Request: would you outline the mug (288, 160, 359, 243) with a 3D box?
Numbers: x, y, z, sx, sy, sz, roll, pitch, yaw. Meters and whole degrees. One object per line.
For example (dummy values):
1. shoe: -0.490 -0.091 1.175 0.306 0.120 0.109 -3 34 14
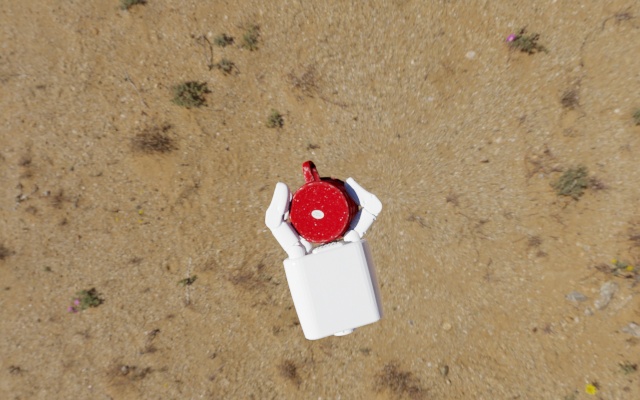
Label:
1. mug: 0.000 0.001 0.645 0.093 0.117 0.081 -16 0 8
